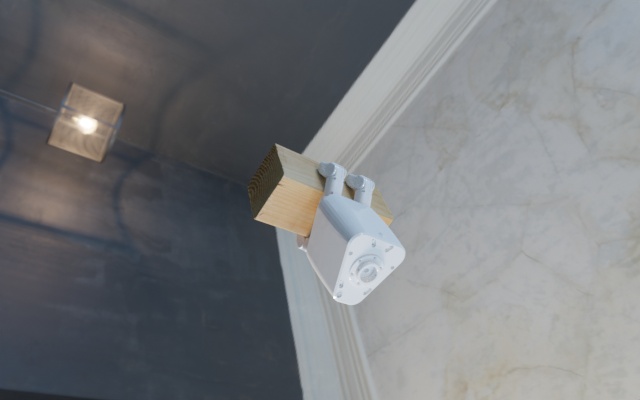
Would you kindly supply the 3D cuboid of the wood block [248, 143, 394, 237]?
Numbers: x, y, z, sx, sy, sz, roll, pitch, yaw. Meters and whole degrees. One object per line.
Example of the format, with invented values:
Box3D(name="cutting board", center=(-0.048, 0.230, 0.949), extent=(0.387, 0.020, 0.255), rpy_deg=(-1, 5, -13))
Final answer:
Box3D(name="wood block", center=(0.000, 0.003, 0.757), extent=(0.206, 0.091, 0.090), rpy_deg=(22, 28, -30))
